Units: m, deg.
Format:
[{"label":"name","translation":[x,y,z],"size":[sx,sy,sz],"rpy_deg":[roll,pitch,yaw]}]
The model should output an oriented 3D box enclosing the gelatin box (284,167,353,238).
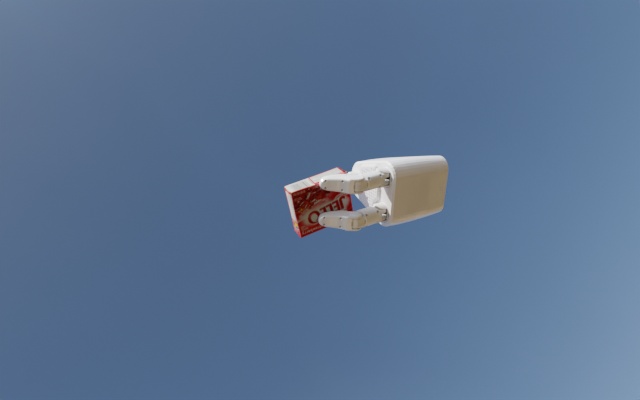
[{"label":"gelatin box","translation":[0.000,0.002,0.678],"size":[0.089,0.073,0.030],"rpy_deg":[-21,29,-18]}]
